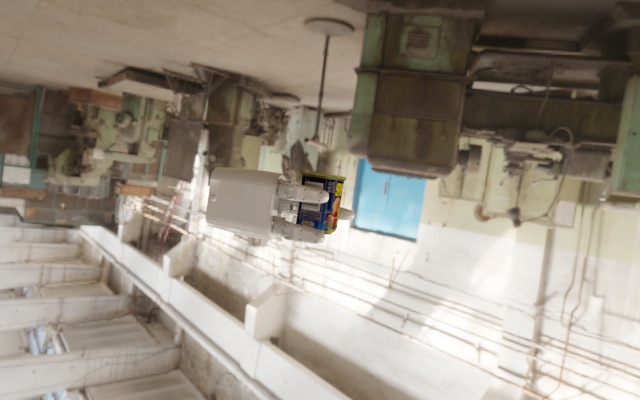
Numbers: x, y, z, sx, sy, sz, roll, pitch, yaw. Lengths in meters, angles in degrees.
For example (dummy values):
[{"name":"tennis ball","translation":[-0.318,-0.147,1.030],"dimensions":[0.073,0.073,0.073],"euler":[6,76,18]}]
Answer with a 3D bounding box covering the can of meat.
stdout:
[{"name":"can of meat","translation":[0.000,0.003,0.697],"dimensions":[0.057,0.084,0.102],"euler":[9,3,10]}]
